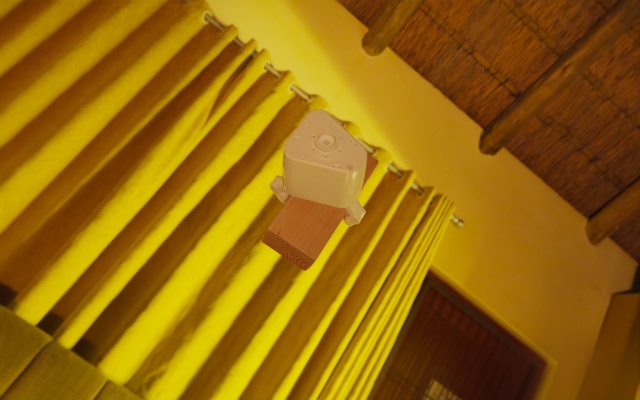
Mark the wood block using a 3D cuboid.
[{"bbox_3d":[0.001,0.003,0.797,0.091,0.206,0.090,34,-22,0],"label":"wood block"}]
